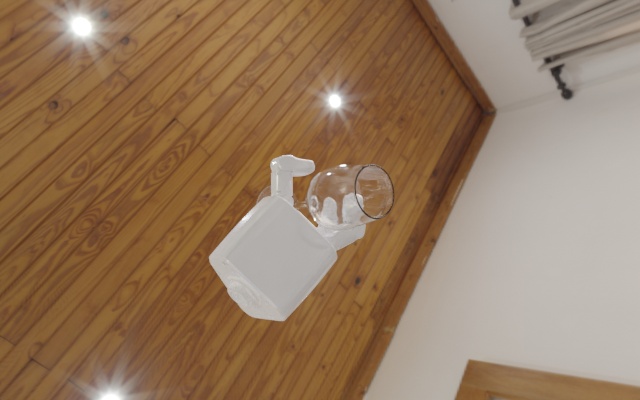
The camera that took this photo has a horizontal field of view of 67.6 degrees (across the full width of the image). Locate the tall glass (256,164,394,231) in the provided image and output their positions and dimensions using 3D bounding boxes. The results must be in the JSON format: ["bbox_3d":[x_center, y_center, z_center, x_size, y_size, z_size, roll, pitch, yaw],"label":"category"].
[{"bbox_3d":[0.000,0.002,0.606,0.079,0.079,0.201,0,-7,-38],"label":"tall glass"}]
